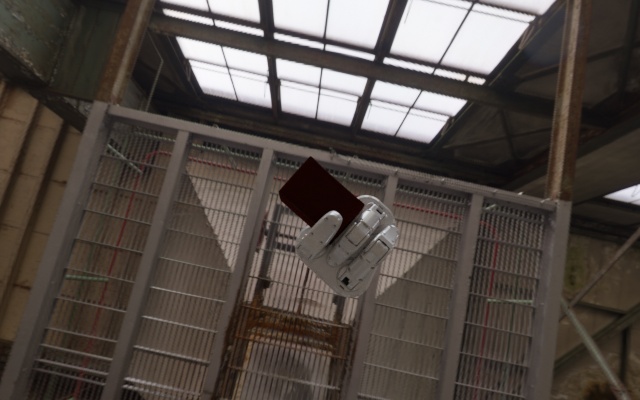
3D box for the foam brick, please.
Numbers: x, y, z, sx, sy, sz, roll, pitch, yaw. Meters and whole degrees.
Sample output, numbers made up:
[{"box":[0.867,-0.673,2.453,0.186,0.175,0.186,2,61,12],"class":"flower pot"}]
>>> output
[{"box":[0.000,0.001,0.515,0.078,0.053,0.051,43,-9,5],"class":"foam brick"}]
